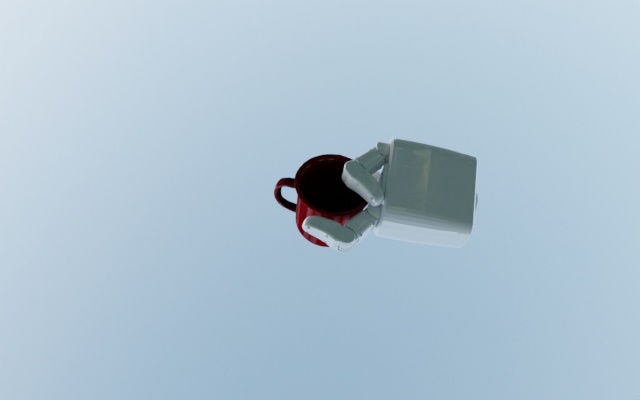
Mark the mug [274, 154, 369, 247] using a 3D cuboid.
[{"bbox_3d":[-0.001,0.002,0.586,0.117,0.093,0.082,11,-37,0],"label":"mug"}]
